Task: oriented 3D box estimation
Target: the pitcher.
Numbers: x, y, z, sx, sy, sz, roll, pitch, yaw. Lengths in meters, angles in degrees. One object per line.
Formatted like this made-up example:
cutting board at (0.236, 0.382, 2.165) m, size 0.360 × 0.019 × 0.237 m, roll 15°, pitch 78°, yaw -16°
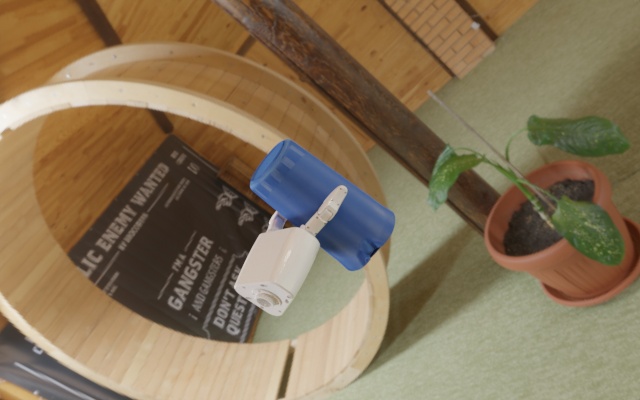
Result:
pitcher at (0.000, 0.003, 0.843) m, size 0.243 × 0.145 × 0.149 m, roll 38°, pitch -36°, yaw -17°
